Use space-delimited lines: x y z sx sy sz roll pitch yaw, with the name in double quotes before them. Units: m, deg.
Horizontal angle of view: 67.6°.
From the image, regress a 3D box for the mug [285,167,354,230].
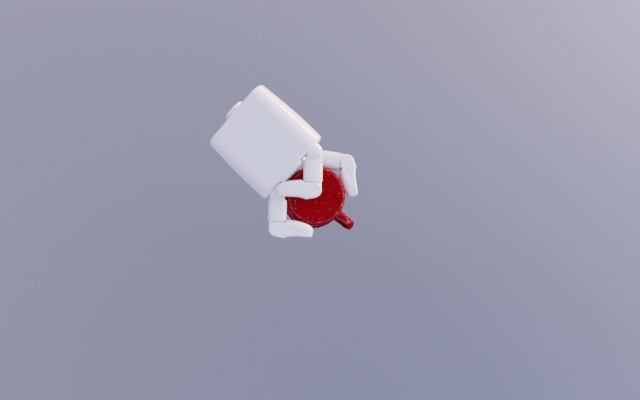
"mug" 0.001 0.003 0.686 0.117 0.093 0.081 42 -4 -2
